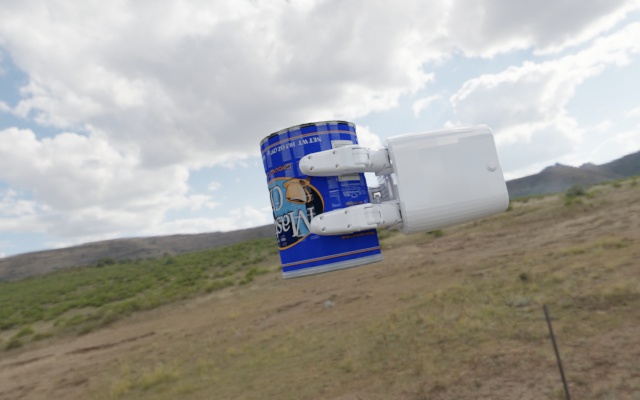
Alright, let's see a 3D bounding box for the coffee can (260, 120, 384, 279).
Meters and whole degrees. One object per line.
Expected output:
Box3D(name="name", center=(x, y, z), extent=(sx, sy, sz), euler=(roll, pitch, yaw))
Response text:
Box3D(name="coffee can", center=(0.000, 0.002, 0.488), extent=(0.103, 0.140, 0.103), euler=(-11, -7, -1))
